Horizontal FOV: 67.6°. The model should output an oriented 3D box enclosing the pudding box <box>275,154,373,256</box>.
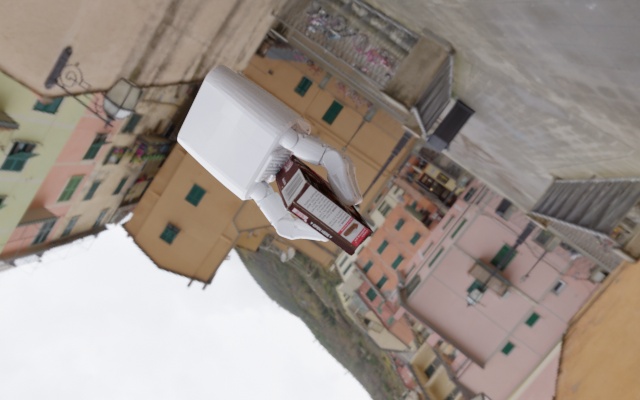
[{"bbox_3d":[0.000,0.002,0.514,0.090,0.039,0.113,36,11,-20],"label":"pudding box"}]
